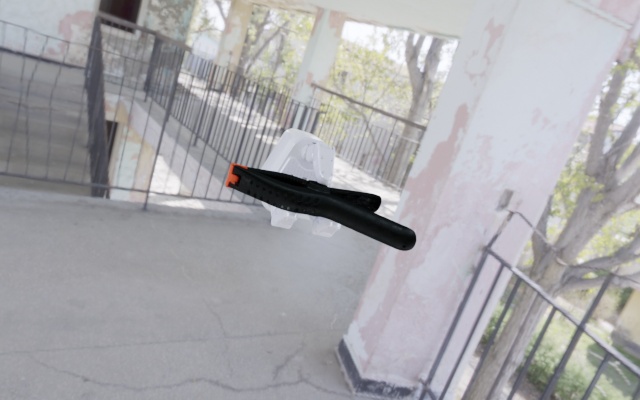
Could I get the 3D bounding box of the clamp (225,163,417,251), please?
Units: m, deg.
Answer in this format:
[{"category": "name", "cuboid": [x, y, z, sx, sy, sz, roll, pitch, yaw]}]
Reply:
[{"category": "clamp", "cuboid": [0.000, 0.001, 0.537, 0.210, 0.036, 0.164, 14, 12, -17]}]
